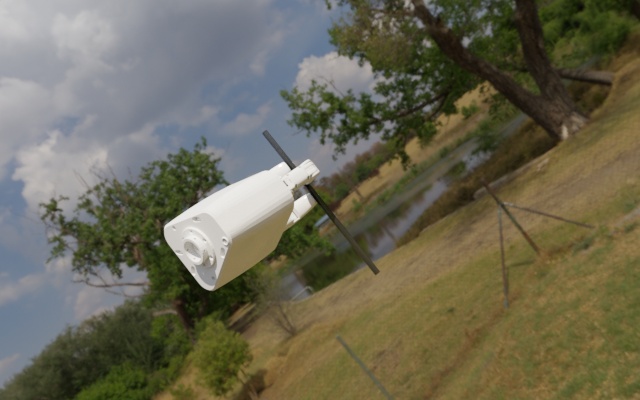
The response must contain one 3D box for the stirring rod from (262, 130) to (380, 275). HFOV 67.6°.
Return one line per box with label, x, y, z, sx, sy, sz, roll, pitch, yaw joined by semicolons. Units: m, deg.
stirring rod;0.000;0.002;0.633;0.011;0.239;0.011;-39;-2;-2
